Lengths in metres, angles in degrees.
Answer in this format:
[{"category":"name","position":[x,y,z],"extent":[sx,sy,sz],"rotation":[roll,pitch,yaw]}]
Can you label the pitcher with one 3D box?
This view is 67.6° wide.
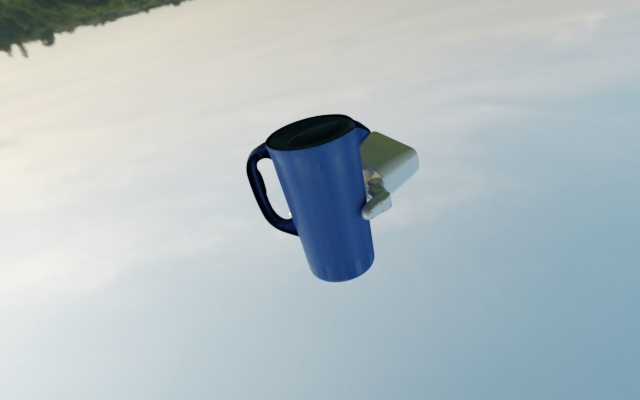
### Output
[{"category":"pitcher","position":[0.000,0.002,0.728],"extent":[0.149,0.243,0.145],"rotation":[13,37,42]}]
